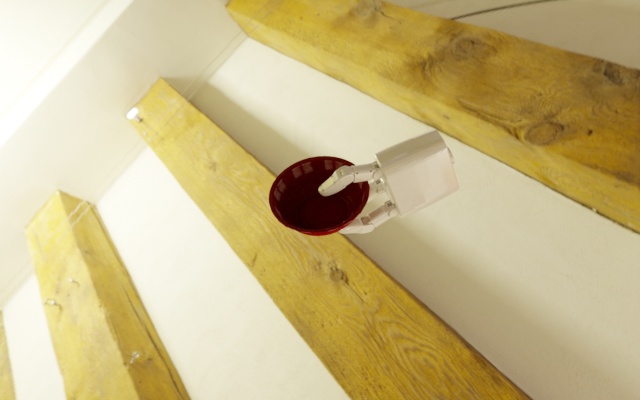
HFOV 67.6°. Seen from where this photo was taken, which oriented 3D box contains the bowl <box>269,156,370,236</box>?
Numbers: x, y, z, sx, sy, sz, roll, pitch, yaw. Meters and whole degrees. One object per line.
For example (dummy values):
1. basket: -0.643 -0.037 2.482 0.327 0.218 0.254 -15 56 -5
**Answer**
1. bowl: -0.001 0.003 0.776 0.162 0.162 0.055 0 -40 9
